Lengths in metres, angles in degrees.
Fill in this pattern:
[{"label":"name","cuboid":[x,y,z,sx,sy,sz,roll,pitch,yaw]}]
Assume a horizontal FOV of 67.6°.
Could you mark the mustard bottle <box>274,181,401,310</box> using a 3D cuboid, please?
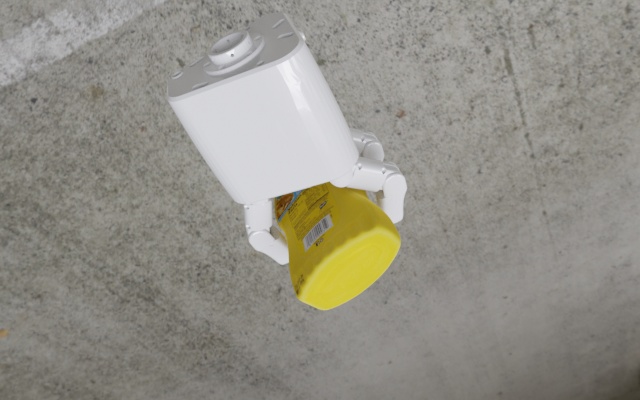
[{"label":"mustard bottle","cuboid":[0.000,0.002,0.448,0.058,0.096,0.191,31,23,-34]}]
